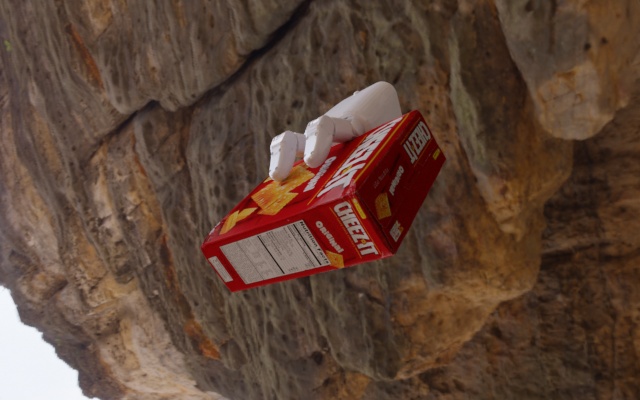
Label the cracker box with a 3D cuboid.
[{"bbox_3d":[0.000,0.002,0.489,0.214,0.072,0.164,-20,21,40],"label":"cracker box"}]
